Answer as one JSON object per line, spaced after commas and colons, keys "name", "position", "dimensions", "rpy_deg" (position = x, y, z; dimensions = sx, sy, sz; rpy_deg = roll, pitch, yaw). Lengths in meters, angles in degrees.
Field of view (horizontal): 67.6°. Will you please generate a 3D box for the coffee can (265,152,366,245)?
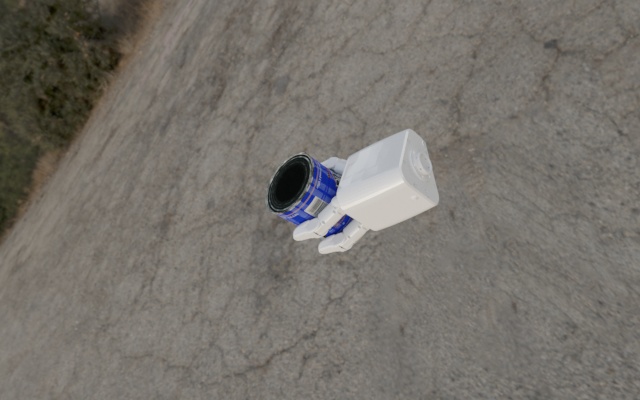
{"name": "coffee can", "position": [0.000, 0.003, 0.747], "dimensions": [0.140, 0.102, 0.103], "rpy_deg": [31, -20, -36]}
